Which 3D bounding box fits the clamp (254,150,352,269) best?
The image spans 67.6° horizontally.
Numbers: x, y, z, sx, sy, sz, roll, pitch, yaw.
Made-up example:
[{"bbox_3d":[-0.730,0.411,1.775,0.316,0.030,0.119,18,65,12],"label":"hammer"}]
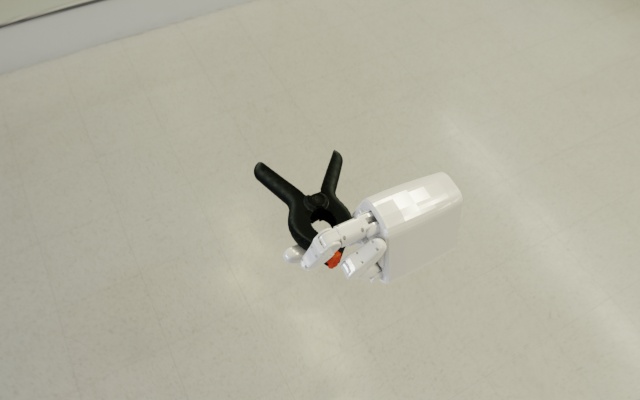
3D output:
[{"bbox_3d":[0.000,0.002,0.601,0.120,0.171,0.039,-22,-29,-15],"label":"clamp"}]
